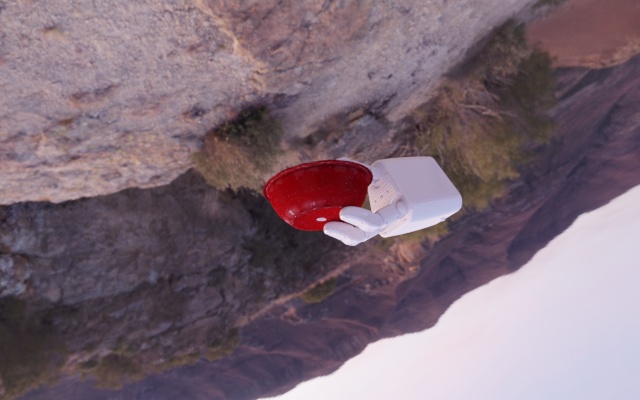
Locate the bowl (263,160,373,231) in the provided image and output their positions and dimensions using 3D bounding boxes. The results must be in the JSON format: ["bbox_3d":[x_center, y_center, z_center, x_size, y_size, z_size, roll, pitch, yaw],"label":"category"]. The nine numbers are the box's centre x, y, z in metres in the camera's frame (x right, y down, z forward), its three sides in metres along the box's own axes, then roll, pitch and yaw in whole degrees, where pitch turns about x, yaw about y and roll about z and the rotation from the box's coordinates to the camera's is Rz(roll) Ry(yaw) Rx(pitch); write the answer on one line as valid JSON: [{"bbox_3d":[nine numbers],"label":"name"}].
[{"bbox_3d":[-0.001,0.003,0.686,0.162,0.055,0.162,-7,-22,-3],"label":"bowl"}]
